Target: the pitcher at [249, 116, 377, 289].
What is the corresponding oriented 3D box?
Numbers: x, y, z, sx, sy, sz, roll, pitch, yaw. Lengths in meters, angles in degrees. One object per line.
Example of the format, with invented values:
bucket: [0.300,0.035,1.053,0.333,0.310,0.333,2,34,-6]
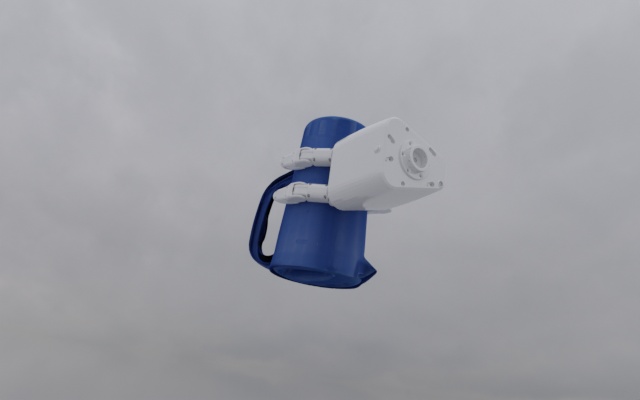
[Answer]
pitcher: [0.000,0.002,0.709,0.149,0.242,0.145,21,-23,-29]
